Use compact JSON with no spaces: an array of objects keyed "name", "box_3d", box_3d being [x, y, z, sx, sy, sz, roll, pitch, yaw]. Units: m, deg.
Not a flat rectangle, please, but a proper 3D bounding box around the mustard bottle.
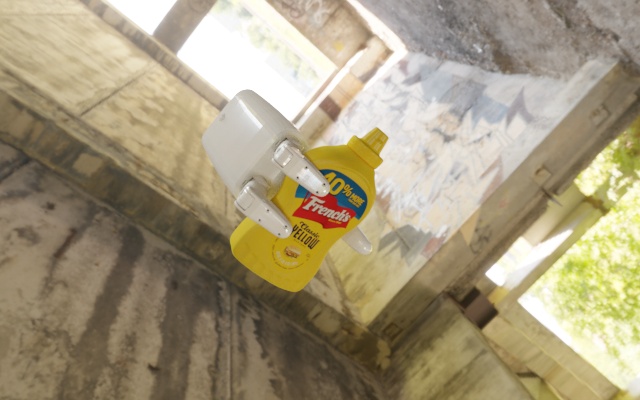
[{"name":"mustard bottle","box_3d":[0.000,0.002,0.496,0.096,0.191,0.058,37,10,-26]}]
